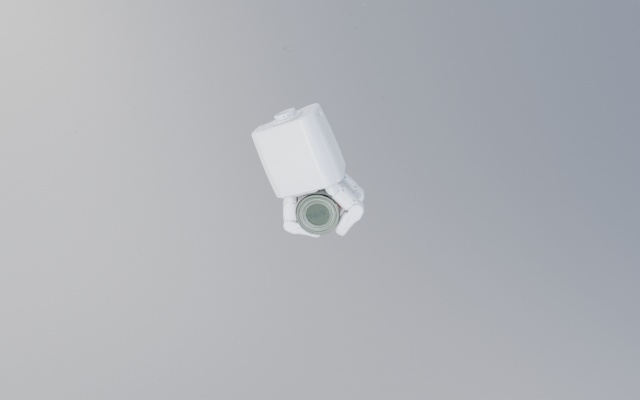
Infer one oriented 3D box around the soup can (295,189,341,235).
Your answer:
[{"bbox_3d":[0.000,0.003,0.744,0.068,0.068,0.102,0,22,5],"label":"soup can"}]
